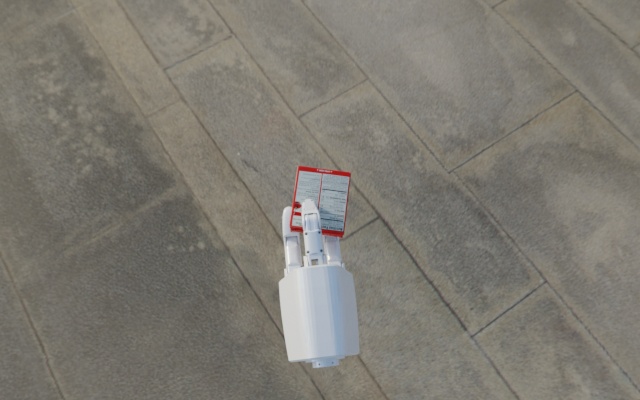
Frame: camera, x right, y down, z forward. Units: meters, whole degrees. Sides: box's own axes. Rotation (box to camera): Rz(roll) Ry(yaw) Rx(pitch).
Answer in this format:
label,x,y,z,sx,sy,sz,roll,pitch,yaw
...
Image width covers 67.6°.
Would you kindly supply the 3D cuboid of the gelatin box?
label,x,y,z,sx,sy,sz,roll,pitch,yaw
gelatin box,0.000,0.002,0.644,0.073,0.089,0.030,7,-14,1
